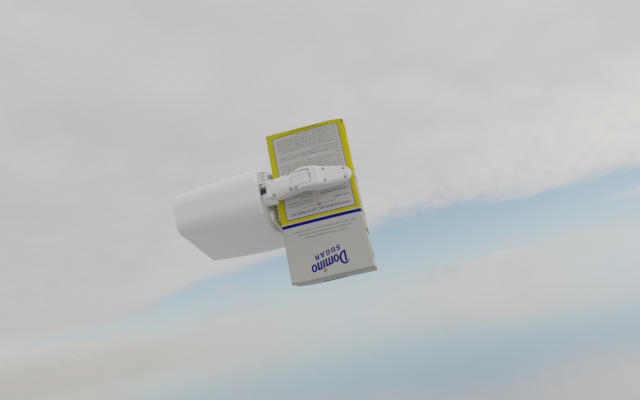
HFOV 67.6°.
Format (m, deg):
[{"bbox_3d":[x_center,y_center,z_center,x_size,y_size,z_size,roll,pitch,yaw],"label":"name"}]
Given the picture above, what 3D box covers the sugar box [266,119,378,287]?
[{"bbox_3d":[0.000,0.002,0.541,0.093,0.176,0.048,-13,-14,9],"label":"sugar box"}]
